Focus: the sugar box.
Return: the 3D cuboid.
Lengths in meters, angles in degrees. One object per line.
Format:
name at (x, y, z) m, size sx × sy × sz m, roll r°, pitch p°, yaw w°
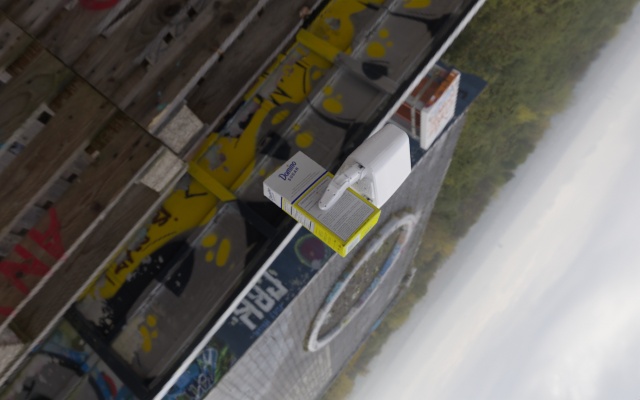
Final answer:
sugar box at (0.000, 0.003, 0.784) m, size 0.176 × 0.093 × 0.048 m, roll 37°, pitch -29°, yaw 20°
